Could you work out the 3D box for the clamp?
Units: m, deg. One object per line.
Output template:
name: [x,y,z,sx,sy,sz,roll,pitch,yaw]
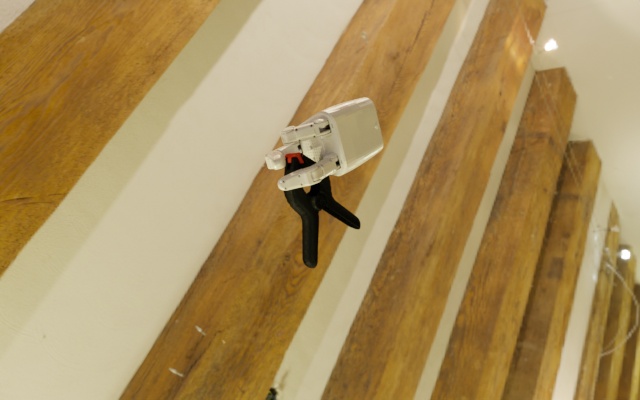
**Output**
clamp: [0.000,0.002,0.719,0.039,0.171,0.120,1,23,45]
